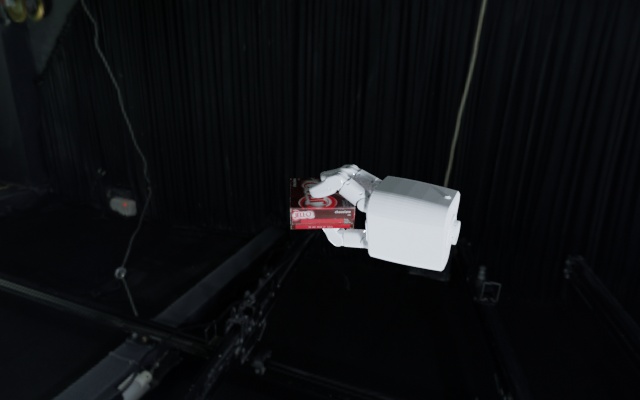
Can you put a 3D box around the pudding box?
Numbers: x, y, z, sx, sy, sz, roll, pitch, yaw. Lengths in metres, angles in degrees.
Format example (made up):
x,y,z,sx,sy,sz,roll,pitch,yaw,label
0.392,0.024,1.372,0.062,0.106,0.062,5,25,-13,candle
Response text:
x,y,z,sx,sy,sz,roll,pitch,yaw,label
0.000,0.002,0.704,0.090,0.039,0.113,0,23,-3,pudding box
